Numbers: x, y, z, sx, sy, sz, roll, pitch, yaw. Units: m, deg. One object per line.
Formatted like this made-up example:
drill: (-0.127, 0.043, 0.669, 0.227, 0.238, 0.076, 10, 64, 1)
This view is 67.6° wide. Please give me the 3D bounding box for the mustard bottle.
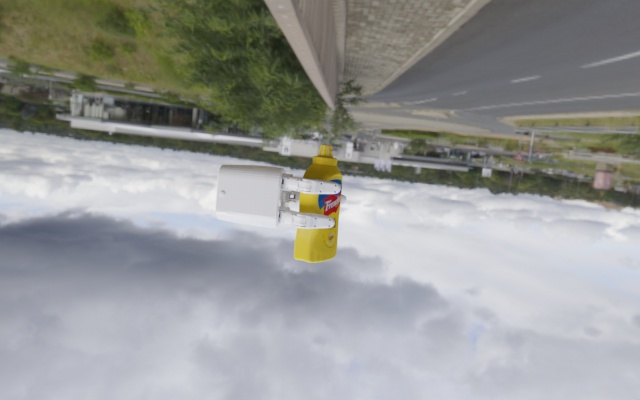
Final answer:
mustard bottle: (0.000, 0.003, 0.799, 0.058, 0.191, 0.096, 9, 7, 31)
